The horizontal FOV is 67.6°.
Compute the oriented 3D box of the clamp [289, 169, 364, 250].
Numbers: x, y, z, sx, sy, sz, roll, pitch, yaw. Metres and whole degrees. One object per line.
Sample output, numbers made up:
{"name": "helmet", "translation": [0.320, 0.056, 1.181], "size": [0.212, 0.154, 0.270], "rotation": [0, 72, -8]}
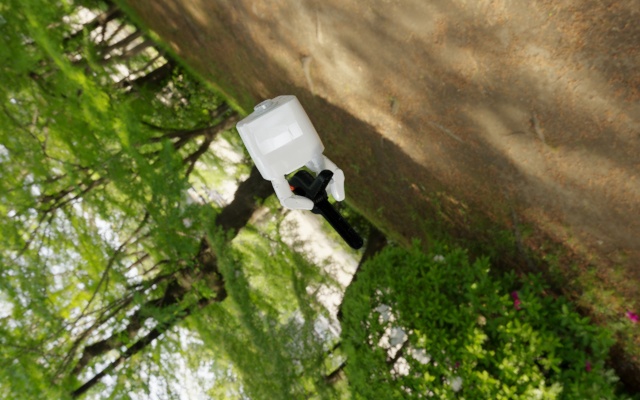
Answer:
{"name": "clamp", "translation": [-0.001, 0.003, 0.881], "size": [0.036, 0.165, 0.210], "rotation": [-33, 23, -17]}
